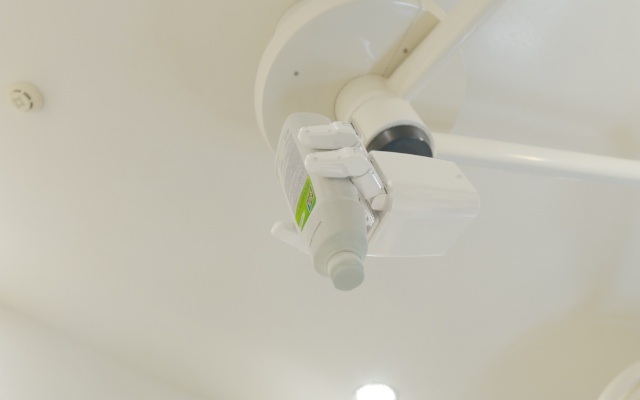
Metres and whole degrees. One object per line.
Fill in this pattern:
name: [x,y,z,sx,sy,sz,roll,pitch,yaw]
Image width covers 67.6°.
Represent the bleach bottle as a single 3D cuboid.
bleach bottle: [0.000,0.002,0.510,0.068,0.103,0.250,4,34,-15]
